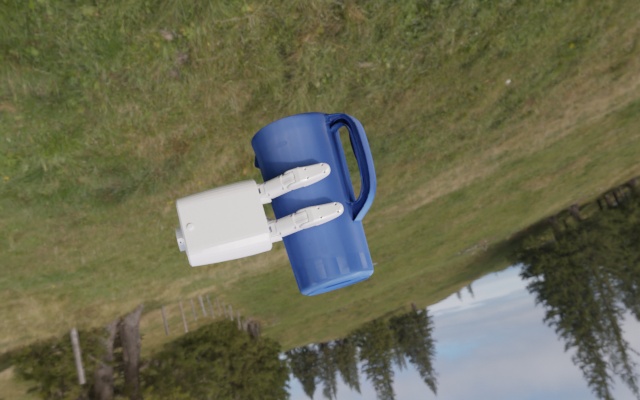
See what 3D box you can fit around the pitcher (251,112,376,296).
[{"bbox_3d":[0.000,0.002,0.683,0.145,0.242,0.149,-13,-14,-15],"label":"pitcher"}]
